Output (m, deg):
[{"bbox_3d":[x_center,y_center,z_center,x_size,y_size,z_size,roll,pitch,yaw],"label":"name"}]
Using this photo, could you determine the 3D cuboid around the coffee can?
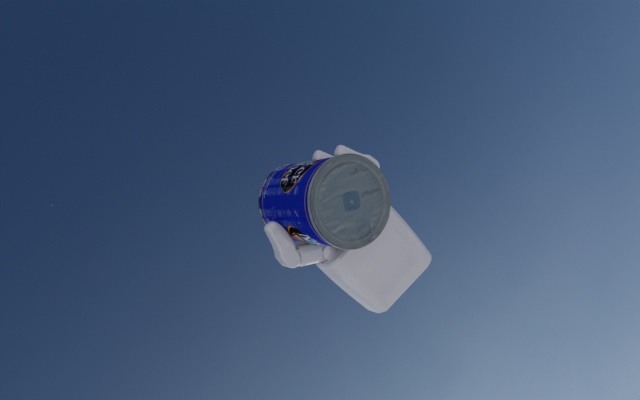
[{"bbox_3d":[0.000,0.002,0.566,0.103,0.103,0.140,0,-1,-29],"label":"coffee can"}]
